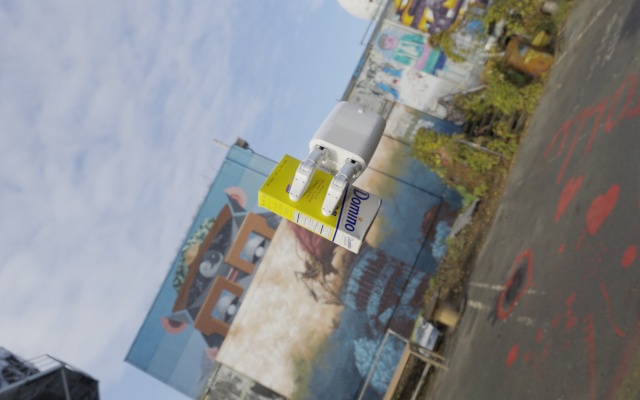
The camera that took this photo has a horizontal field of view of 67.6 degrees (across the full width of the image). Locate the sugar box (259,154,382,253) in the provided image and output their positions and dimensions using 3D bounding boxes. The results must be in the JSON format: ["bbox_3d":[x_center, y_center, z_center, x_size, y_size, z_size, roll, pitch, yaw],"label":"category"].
[{"bbox_3d":[0.000,0.002,0.751,0.176,0.093,0.048,24,-35,10],"label":"sugar box"}]
